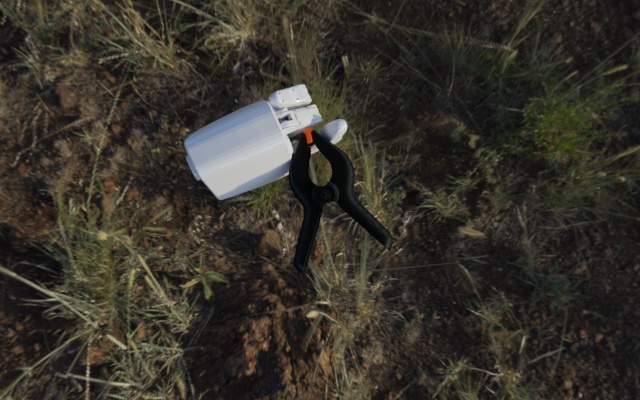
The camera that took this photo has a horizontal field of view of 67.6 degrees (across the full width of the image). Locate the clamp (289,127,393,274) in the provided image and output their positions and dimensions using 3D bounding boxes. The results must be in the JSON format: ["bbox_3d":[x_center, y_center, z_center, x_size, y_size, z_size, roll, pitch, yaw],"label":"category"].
[{"bbox_3d":[0.000,0.002,0.571,0.120,0.171,0.039,-24,-5,-1],"label":"clamp"}]
